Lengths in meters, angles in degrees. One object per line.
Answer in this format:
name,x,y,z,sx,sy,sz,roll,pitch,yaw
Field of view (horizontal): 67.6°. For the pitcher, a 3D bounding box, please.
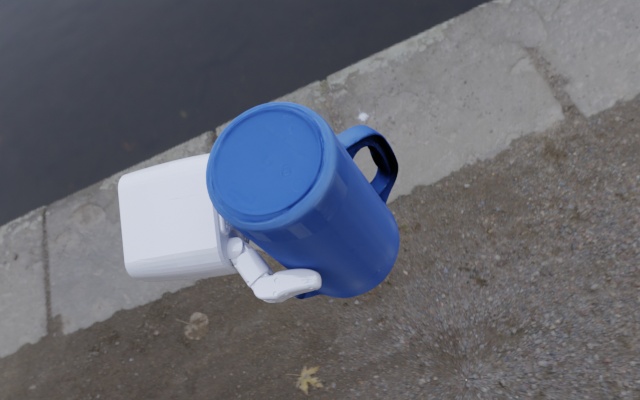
pitcher,0.000,0.002,0.463,0.145,0.149,0.243,-9,-22,14
